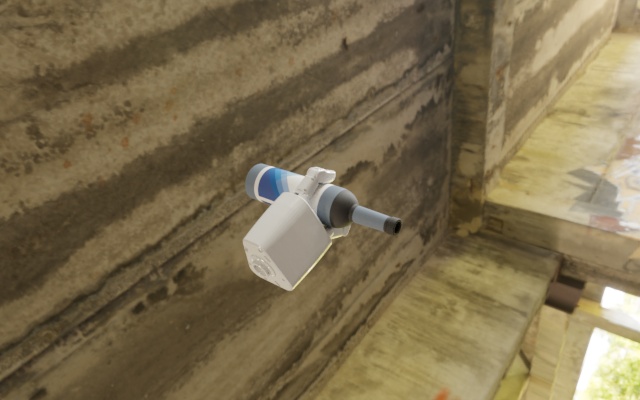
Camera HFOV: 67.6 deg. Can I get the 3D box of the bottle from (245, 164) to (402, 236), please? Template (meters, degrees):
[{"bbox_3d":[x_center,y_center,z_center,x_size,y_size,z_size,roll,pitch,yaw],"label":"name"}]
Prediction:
[{"bbox_3d":[0.000,0.002,0.795,0.295,0.069,0.069,18,11,34],"label":"bottle"}]
